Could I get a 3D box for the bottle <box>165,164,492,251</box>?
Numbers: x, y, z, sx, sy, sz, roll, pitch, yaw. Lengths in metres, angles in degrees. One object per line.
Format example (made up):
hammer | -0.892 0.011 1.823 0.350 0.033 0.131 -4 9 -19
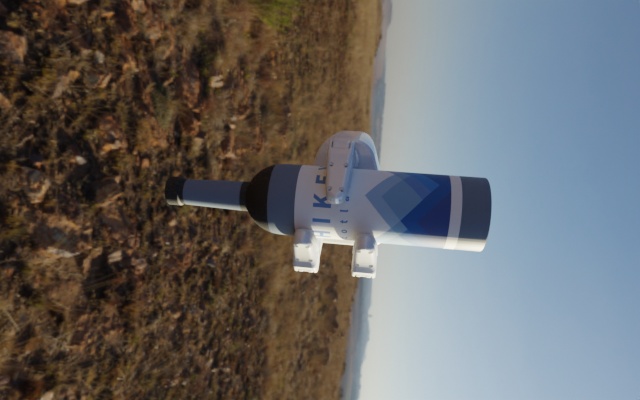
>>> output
bottle | 0.000 0.001 0.446 0.296 0.069 0.069 4 0 7
